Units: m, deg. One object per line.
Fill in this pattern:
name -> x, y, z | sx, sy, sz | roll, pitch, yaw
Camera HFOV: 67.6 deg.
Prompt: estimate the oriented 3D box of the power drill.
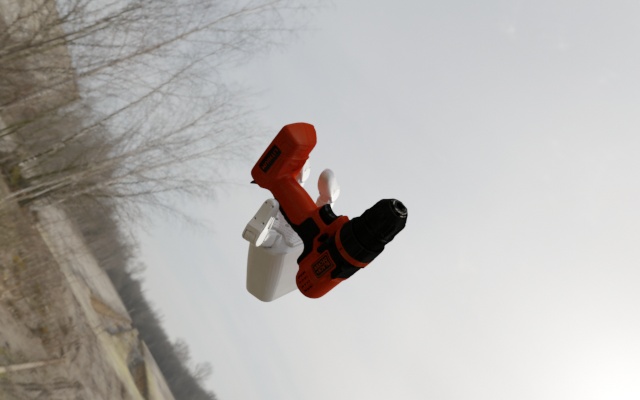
power drill -> 0.000, 0.002, 0.563 | 0.057, 0.187, 0.184 | -7, -29, -45
